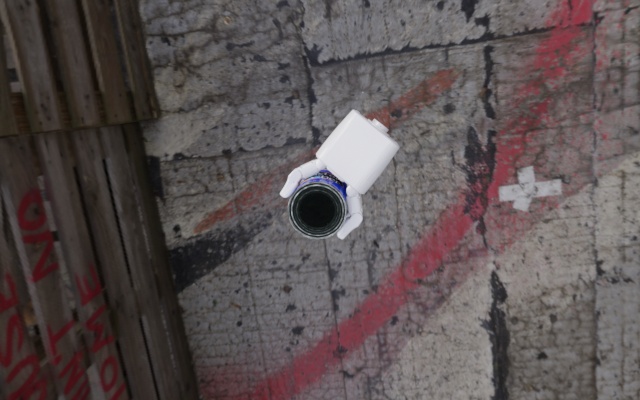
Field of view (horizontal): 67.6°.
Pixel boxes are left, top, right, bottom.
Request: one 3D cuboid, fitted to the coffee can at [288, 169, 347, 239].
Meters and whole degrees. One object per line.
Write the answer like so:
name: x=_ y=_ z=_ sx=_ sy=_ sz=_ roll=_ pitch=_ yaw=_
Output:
coffee can: x=0.000 y=0.003 z=0.883 sx=0.103 sy=0.103 sz=0.140 roll=0 pitch=13 yaw=5
